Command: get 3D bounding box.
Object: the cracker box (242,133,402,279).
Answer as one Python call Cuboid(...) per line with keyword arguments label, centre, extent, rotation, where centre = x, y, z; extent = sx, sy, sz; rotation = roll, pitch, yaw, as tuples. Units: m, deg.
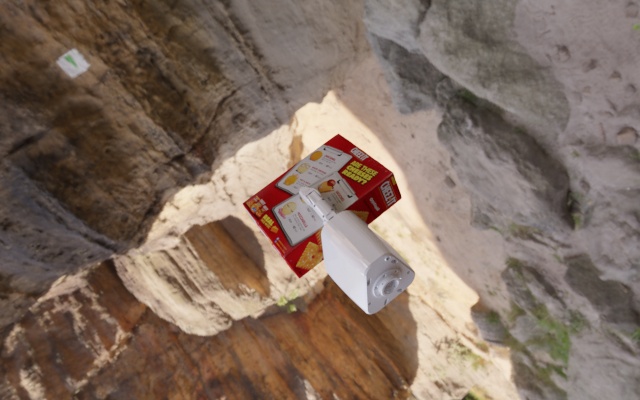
Cuboid(label="cracker box", centre=(0.000, 0.003, 0.794), extent=(0.213, 0.072, 0.164), rotation=(-37, 44, -9))
